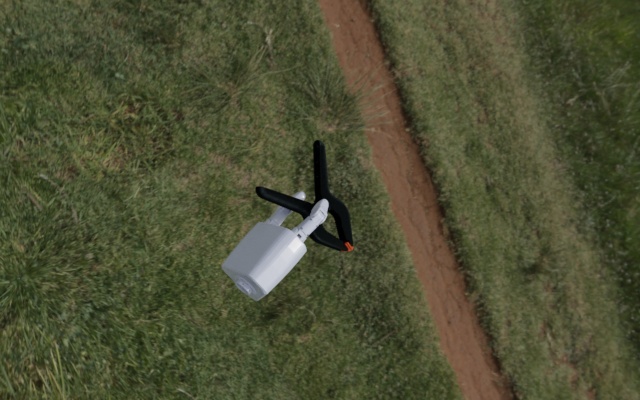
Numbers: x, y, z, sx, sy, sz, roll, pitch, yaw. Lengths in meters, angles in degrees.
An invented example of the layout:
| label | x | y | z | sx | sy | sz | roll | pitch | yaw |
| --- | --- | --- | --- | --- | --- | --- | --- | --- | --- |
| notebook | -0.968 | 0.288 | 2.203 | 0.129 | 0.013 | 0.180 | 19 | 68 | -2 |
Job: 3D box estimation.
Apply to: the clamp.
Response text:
| label | x | y | z | sx | sy | sz | roll | pitch | yaw |
| --- | --- | --- | --- | --- | --- | --- | --- | --- | --- |
| clamp | 0.001 | 0.003 | 0.882 | 0.164 | 0.210 | 0.036 | -48 | 18 | -24 |
